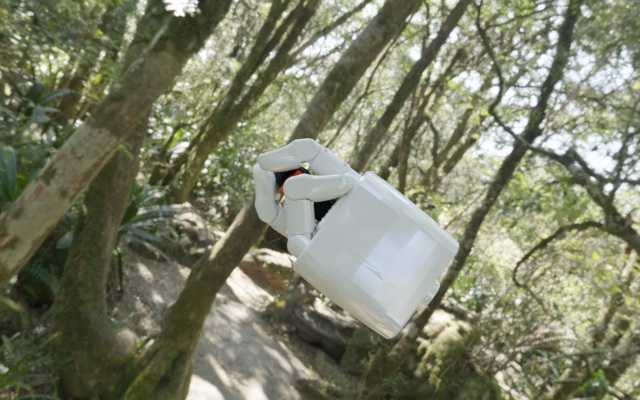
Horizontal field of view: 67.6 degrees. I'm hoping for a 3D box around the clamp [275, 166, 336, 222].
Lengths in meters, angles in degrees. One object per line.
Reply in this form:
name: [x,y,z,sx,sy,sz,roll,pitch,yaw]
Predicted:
clamp: [0.000,0.001,0.525,0.120,0.039,0.171,38,6,6]
